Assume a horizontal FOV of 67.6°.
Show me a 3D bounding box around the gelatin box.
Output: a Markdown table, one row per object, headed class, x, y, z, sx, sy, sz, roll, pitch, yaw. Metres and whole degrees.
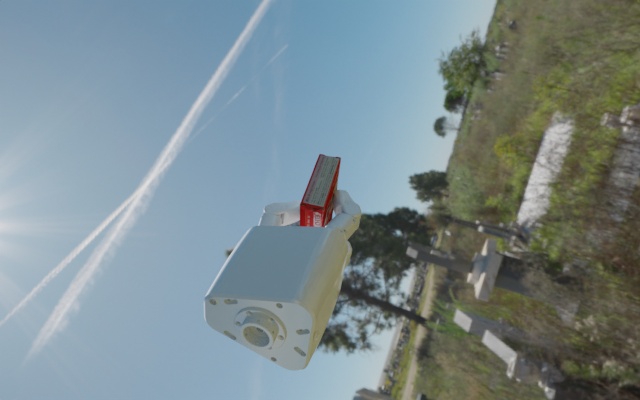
| class | x | y | z | sx | sy | sz | roll | pitch | yaw |
| --- | --- | --- | --- | --- | --- | --- | --- | --- | --- |
| gelatin box | 0.000 | 0.002 | 0.561 | 0.030 | 0.089 | 0.073 | 12 | -43 | 7 |
